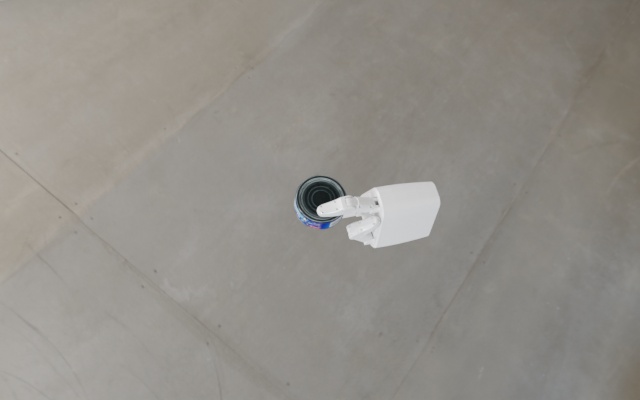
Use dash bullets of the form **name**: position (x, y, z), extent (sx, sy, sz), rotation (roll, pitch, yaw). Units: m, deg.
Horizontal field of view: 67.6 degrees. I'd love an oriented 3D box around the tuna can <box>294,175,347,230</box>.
- **tuna can**: position (0.000, 0.002, 0.780), extent (0.086, 0.086, 0.034), rotation (0, -22, -6)
